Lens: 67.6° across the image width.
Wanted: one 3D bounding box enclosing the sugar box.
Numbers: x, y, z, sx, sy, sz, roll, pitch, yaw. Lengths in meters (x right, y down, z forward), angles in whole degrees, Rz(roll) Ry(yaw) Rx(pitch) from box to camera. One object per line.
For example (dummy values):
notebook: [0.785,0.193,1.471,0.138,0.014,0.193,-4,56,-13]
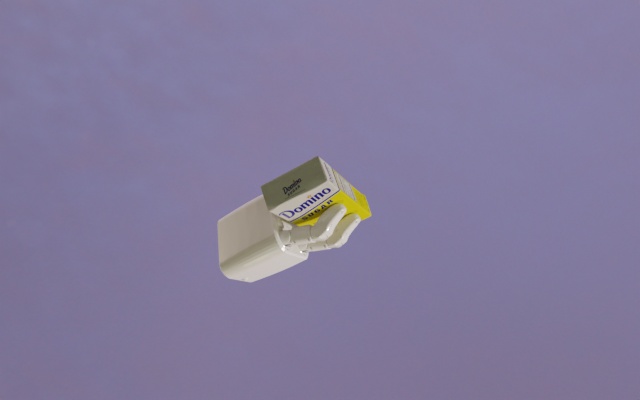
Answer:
sugar box: [0.000,0.003,0.687,0.093,0.048,0.176,-27,-23,17]
